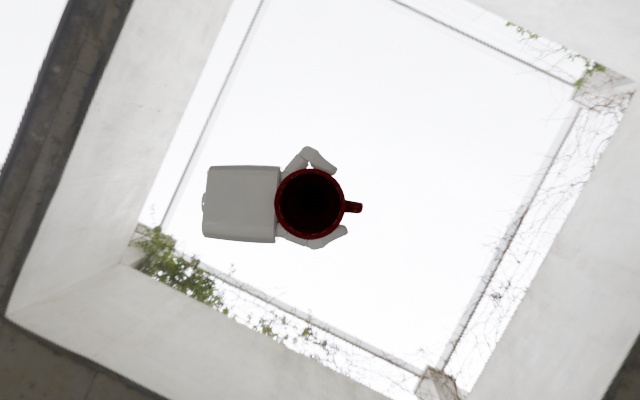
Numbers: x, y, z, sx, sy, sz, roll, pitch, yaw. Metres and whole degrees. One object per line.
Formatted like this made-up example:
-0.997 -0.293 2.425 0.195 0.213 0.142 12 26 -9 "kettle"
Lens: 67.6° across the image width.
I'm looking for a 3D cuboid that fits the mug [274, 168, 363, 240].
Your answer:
0.002 0.002 0.653 0.117 0.093 0.081 4 6 2 "mug"
